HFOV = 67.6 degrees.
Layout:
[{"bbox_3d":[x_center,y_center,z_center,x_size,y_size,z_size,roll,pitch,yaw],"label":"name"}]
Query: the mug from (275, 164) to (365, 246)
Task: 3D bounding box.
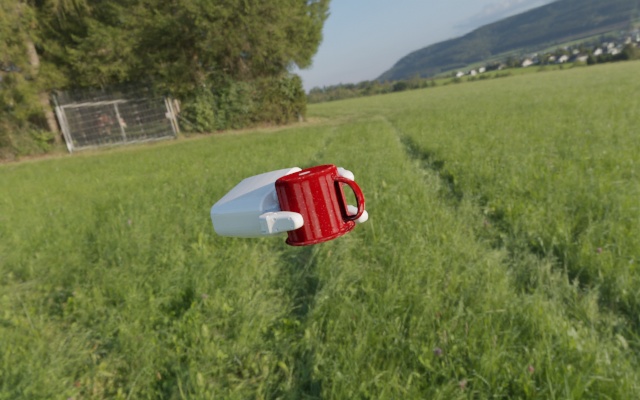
[{"bbox_3d":[0.001,0.002,0.593,0.117,0.081,0.093,-7,13,35],"label":"mug"}]
